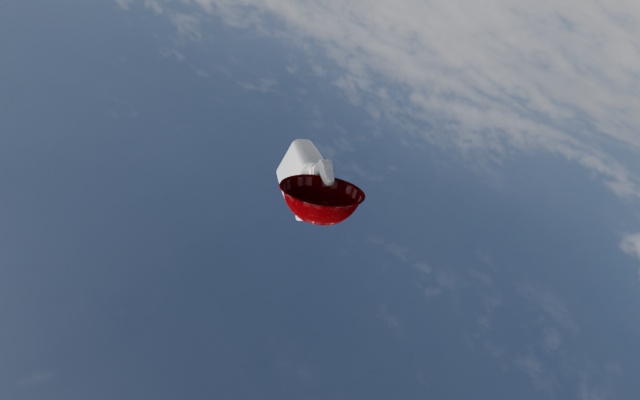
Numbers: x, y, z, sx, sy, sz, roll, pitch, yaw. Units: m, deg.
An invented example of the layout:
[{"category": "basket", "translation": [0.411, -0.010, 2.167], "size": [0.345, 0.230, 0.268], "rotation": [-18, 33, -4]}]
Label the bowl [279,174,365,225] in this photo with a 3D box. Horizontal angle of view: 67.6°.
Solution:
[{"category": "bowl", "translation": [0.000, 0.004, 0.894], "size": [0.162, 0.055, 0.162], "rotation": [8, 21, -3]}]
